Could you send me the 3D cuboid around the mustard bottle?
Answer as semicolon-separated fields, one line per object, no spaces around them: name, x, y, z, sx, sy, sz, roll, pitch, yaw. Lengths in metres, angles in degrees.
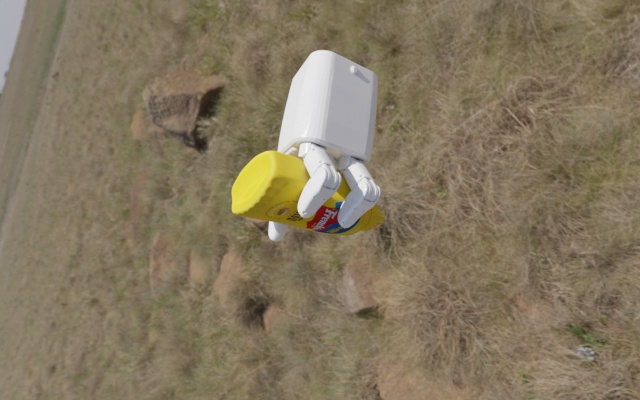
mustard bottle;0.000;0.002;0.562;0.192;0.058;0.096;15;-37;-34
